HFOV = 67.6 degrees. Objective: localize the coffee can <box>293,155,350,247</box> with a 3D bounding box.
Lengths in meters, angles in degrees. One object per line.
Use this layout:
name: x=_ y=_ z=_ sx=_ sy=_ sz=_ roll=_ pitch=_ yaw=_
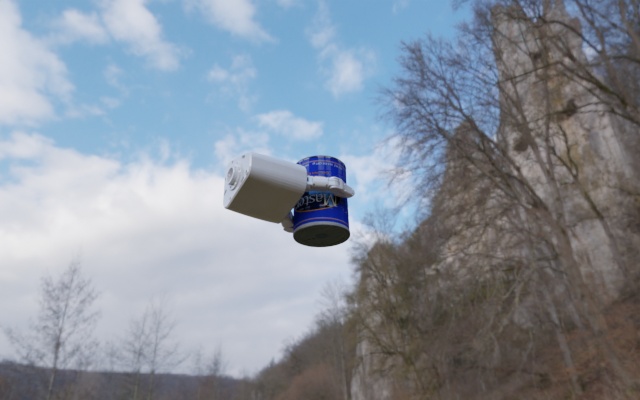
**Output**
coffee can: x=0.000 y=0.003 z=0.881 sx=0.103 sy=0.140 sz=0.103 roll=-1 pitch=-28 yaw=-1
